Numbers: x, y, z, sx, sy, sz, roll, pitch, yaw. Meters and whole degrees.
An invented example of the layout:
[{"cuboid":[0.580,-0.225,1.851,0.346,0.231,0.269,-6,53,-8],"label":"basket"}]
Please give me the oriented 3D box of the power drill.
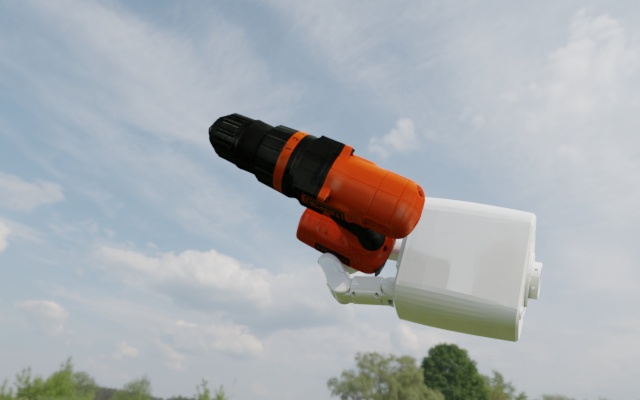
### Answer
[{"cuboid":[0.000,0.002,0.436,0.184,0.057,0.188,26,-14,16],"label":"power drill"}]
